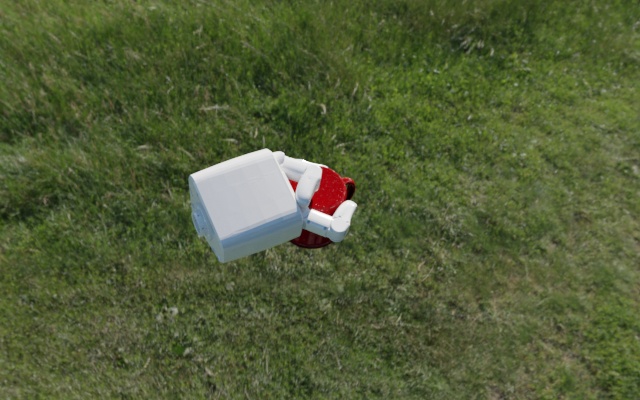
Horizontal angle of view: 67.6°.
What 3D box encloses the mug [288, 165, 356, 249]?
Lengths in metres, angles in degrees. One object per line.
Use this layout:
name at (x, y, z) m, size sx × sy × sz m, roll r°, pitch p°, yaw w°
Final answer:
mug at (0.001, 0.002, 0.660) m, size 0.117 × 0.093 × 0.082 m, roll -22°, pitch -31°, yaw -24°
